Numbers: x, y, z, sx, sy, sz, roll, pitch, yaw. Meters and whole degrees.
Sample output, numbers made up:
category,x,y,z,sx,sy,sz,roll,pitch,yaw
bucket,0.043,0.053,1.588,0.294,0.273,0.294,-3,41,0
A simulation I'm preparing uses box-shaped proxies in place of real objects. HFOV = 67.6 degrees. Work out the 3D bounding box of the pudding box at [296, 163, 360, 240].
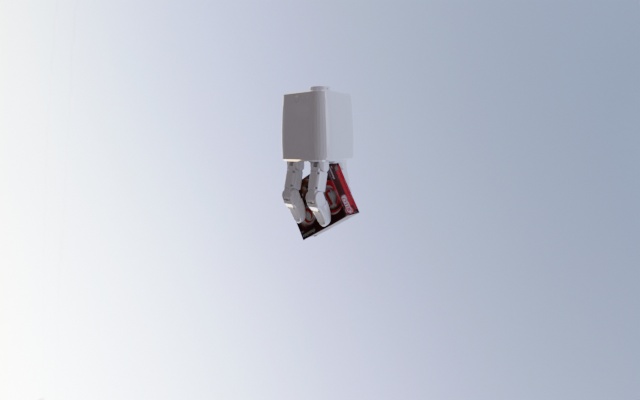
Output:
category,x,y,z,sx,sy,sz,roll,pitch,yaw
pudding box,0.000,0.002,0.775,0.039,0.090,0.113,-11,-16,-44
